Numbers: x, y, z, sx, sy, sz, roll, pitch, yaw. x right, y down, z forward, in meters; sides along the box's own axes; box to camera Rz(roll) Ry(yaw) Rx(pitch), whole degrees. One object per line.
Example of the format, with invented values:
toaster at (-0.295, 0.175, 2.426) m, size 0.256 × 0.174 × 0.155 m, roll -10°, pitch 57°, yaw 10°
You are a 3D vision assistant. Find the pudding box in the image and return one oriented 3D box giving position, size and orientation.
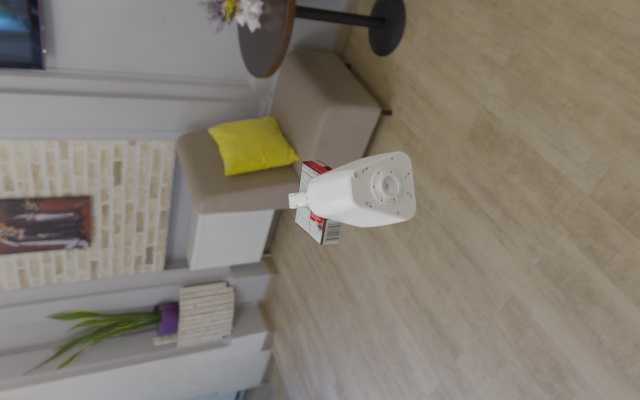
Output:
pudding box at (0.000, 0.003, 0.755) m, size 0.039 × 0.113 × 0.090 m, roll -4°, pitch 25°, yaw -31°
